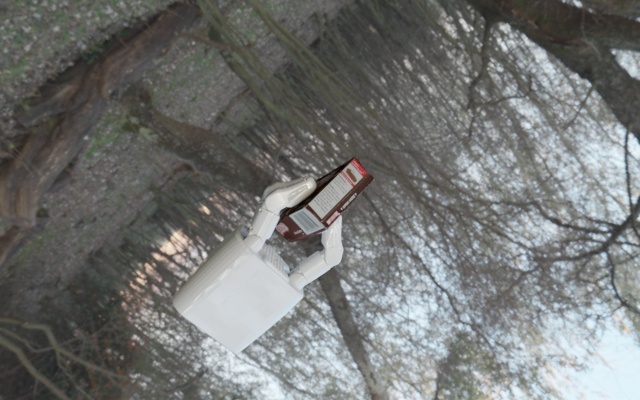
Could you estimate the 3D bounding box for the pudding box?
[{"bbox_3d":[0.000,0.002,0.559,0.090,0.039,0.113,-46,11,-26],"label":"pudding box"}]
